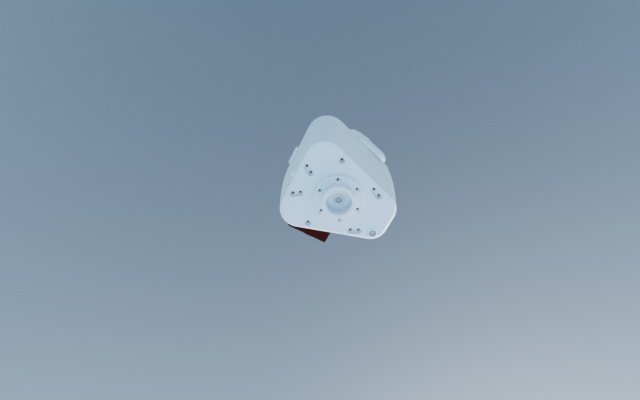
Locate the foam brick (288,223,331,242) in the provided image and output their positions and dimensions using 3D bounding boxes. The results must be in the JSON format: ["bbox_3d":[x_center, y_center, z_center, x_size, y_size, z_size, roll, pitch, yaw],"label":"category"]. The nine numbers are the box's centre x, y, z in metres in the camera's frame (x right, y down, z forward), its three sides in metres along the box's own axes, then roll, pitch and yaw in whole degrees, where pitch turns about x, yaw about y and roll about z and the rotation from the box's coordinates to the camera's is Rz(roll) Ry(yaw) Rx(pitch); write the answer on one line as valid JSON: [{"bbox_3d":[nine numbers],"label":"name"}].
[{"bbox_3d":[0.000,0.002,0.595,0.053,0.078,0.051,26,20,-8],"label":"foam brick"}]
